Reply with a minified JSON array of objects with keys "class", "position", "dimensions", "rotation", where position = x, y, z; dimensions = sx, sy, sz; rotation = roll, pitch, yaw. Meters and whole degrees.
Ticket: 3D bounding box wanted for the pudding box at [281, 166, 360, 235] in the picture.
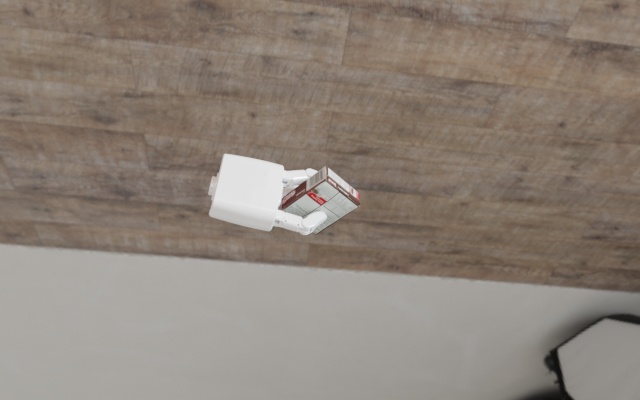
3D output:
[{"class":"pudding box","position":[0.000,0.003,0.847],"dimensions":[0.113,0.039,0.090],"rotation":[-33,-55,31]}]
